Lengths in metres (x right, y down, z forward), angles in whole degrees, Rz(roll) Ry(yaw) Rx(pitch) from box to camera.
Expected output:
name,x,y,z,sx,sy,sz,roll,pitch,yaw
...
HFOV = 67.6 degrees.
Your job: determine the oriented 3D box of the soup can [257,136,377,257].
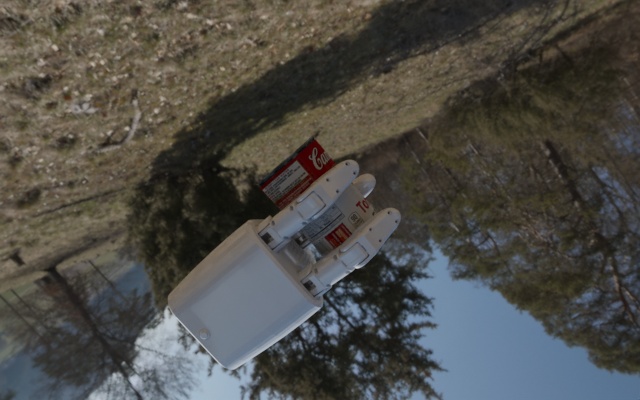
name,x,y,z,sx,sy,sz,roll,pitch,yaw
soup can,0.001,0.001,0.438,0.068,0.102,0.068,-40,6,5
